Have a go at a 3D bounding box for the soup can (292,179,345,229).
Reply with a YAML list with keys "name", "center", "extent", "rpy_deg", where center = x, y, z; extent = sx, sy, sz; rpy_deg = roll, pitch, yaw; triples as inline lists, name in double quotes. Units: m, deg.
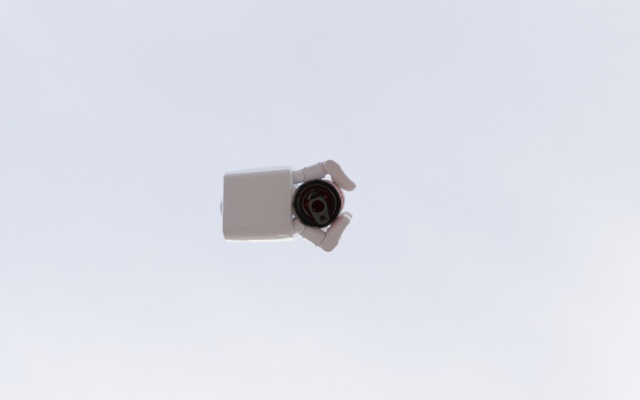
- name: "soup can"
  center: [0.001, 0.002, 0.691]
  extent: [0.068, 0.068, 0.102]
  rpy_deg: [0, 3, 6]
